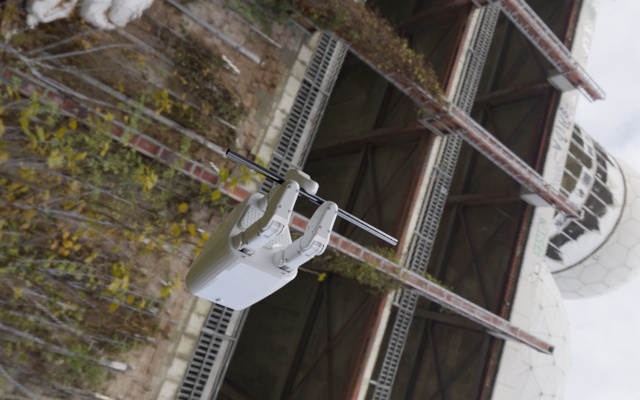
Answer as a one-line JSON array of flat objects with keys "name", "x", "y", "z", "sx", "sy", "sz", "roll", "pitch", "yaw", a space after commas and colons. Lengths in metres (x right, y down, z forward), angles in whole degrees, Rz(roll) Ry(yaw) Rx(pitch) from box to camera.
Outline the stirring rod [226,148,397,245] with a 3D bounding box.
[{"name": "stirring rod", "x": 0.000, "y": 0.002, "z": 0.533, "sx": 0.239, "sy": 0.011, "sz": 0.011, "roll": 29, "pitch": -15, "yaw": -29}]
